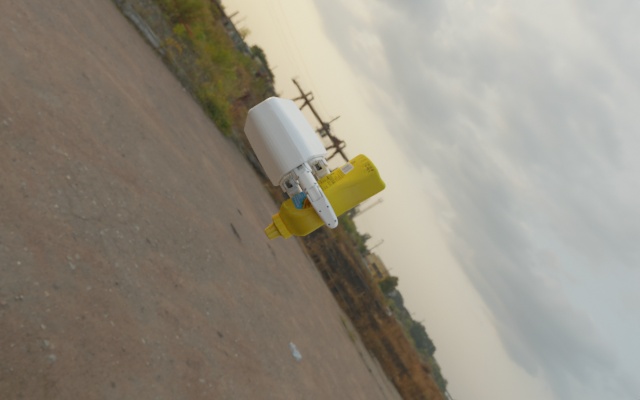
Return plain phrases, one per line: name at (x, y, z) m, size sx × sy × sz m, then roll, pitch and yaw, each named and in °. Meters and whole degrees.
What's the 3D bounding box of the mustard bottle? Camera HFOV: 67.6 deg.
mustard bottle at (0.001, 0.003, 0.727) m, size 0.191 × 0.058 × 0.096 m, roll -31°, pitch 23°, yaw 1°
